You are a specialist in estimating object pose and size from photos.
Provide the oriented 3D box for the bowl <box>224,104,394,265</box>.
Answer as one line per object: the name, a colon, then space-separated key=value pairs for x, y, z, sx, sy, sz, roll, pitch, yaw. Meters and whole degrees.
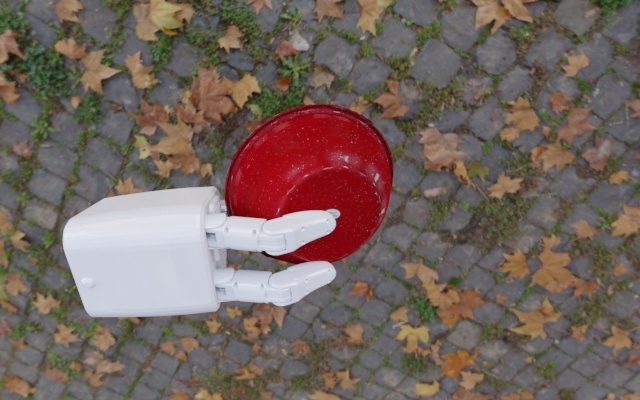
bowl: x=0.001 y=0.001 z=0.419 sx=0.162 sy=0.162 sz=0.055 roll=0 pitch=28 yaw=-19
